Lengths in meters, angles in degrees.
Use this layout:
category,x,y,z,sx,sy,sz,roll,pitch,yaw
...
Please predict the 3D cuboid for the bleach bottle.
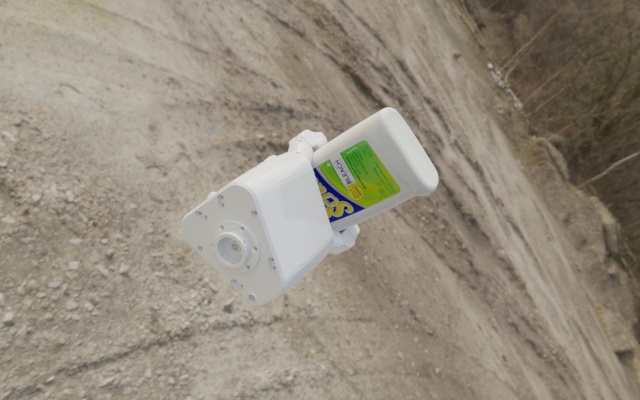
category,x,y,z,sx,sy,sz,roll,pitch,yaw
bleach bottle,0.000,0.002,0.547,0.251,0.102,0.068,-32,3,29
